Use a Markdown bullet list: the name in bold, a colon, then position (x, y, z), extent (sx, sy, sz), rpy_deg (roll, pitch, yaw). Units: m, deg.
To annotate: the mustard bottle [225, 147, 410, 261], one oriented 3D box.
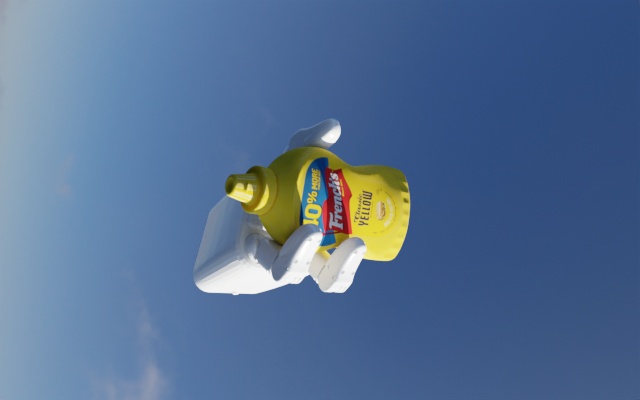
- **mustard bottle**: position (0.000, 0.001, 0.444), extent (0.191, 0.096, 0.058), rpy_deg (11, -4, -38)
